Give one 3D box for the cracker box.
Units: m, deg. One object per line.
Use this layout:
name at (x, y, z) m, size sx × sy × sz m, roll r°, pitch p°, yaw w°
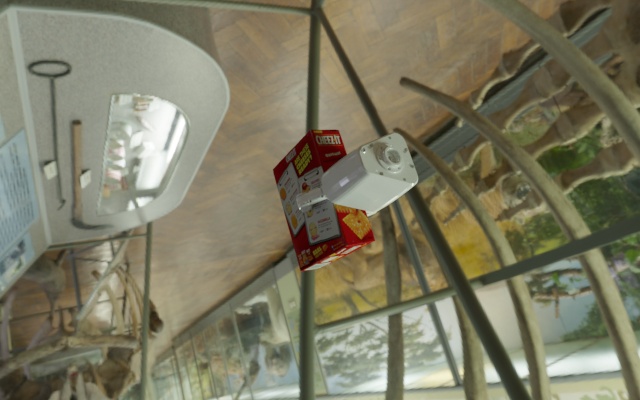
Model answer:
cracker box at (0.000, 0.003, 0.870) m, size 0.072 × 0.213 × 0.164 m, roll -5°, pitch -19°, yaw -34°
